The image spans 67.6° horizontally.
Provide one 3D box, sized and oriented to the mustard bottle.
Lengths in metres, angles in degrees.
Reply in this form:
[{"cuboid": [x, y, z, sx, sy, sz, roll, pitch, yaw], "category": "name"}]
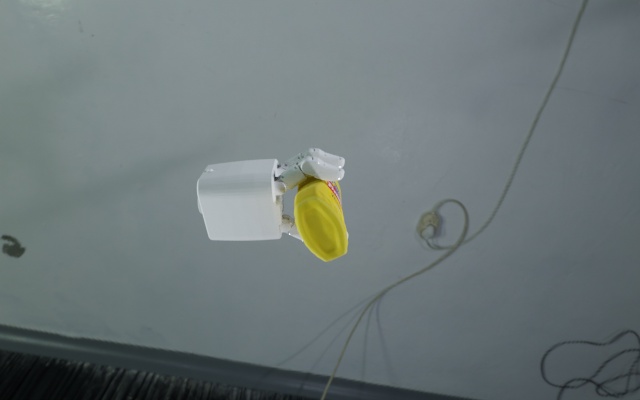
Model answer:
[{"cuboid": [0.000, 0.002, 0.688, 0.058, 0.096, 0.191, -26, 20, 10], "category": "mustard bottle"}]
